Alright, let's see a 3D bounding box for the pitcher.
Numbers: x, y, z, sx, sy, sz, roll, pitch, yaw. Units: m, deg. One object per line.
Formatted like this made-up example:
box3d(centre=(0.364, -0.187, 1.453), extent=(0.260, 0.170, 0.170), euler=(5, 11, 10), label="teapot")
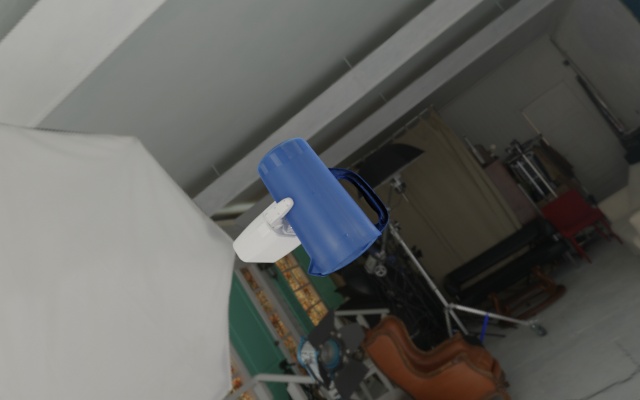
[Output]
box3d(centre=(0.000, 0.003, 0.877), extent=(0.145, 0.243, 0.149), euler=(-41, -11, 29), label="pitcher")
